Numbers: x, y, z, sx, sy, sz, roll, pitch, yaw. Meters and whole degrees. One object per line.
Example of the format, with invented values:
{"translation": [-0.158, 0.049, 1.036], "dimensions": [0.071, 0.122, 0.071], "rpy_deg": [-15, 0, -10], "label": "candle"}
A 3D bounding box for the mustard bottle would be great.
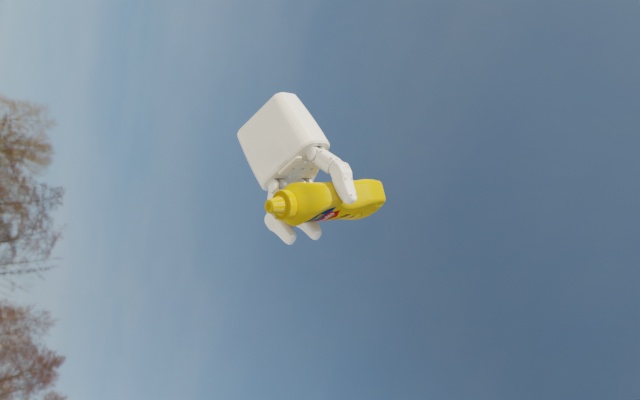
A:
{"translation": [0.000, 0.003, 0.683], "dimensions": [0.191, 0.058, 0.096], "rpy_deg": [-4, -12, -45], "label": "mustard bottle"}
